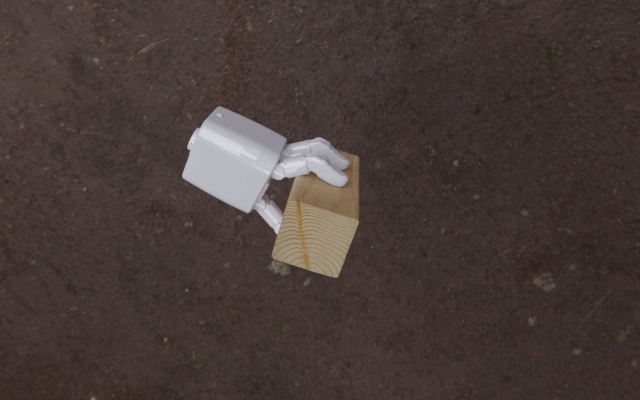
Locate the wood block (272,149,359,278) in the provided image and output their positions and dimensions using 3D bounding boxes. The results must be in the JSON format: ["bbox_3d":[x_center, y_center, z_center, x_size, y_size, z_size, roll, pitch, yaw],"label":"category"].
[{"bbox_3d":[0.000,0.002,0.670,0.090,0.091,0.206,17,27,-4],"label":"wood block"}]
